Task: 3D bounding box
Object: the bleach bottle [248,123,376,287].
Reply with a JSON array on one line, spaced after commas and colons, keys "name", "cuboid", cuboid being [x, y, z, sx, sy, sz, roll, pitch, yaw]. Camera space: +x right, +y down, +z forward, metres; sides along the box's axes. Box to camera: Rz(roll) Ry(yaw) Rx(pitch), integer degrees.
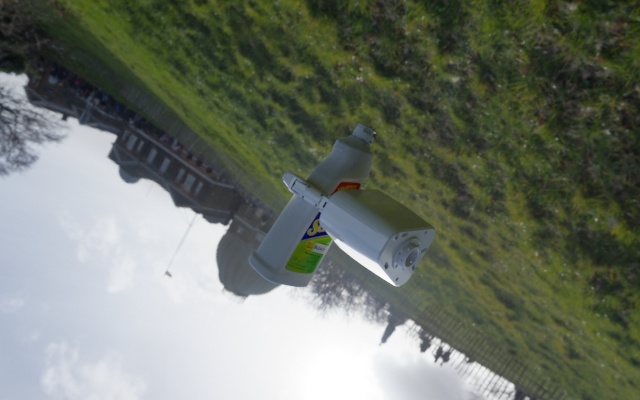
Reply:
[{"name": "bleach bottle", "cuboid": [0.000, 0.002, 0.688, 0.068, 0.251, 0.102, 35, 8, 39]}]
